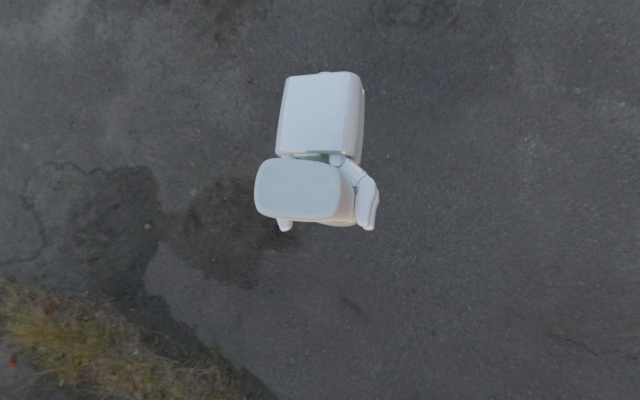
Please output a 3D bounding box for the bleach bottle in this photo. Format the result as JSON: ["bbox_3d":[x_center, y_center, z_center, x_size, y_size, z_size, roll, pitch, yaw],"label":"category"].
[{"bbox_3d":[0.000,0.002,0.637,0.102,0.068,0.251,6,-6,12],"label":"bleach bottle"}]
